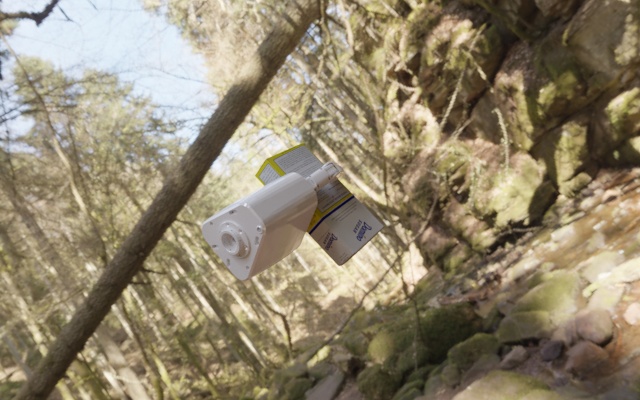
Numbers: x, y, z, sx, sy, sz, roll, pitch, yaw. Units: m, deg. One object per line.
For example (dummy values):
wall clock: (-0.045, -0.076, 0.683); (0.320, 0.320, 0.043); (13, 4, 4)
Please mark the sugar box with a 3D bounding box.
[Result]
sugar box: (0.000, 0.003, 0.678); (0.093, 0.176, 0.048); (-33, -10, -50)
